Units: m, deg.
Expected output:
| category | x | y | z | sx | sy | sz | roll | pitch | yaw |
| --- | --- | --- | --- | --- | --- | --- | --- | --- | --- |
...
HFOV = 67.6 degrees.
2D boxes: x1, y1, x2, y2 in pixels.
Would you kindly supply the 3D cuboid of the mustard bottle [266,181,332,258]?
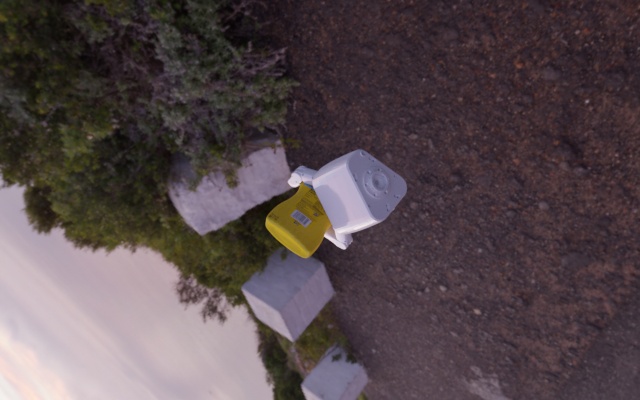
| category | x | y | z | sx | sy | sz | roll | pitch | yaw |
| --- | --- | --- | --- | --- | --- | --- | --- | --- | --- |
| mustard bottle | 0.000 | 0.003 | 0.825 | 0.096 | 0.191 | 0.058 | 37 | -29 | 11 |
